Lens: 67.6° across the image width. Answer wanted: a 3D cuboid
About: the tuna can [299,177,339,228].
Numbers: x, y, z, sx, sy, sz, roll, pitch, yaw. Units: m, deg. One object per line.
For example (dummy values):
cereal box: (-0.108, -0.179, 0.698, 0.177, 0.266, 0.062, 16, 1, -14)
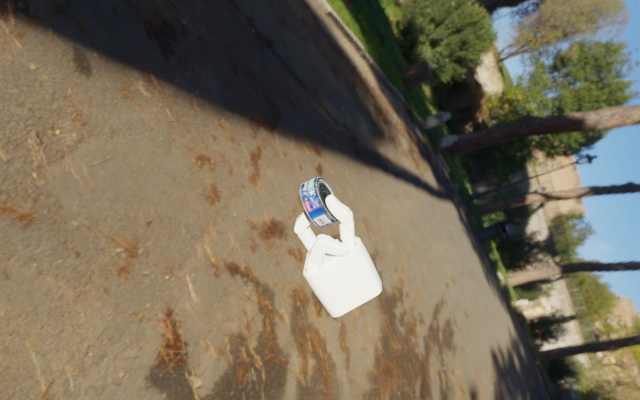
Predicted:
tuna can: (0.001, 0.002, 0.831, 0.034, 0.086, 0.086, -24, -9, 20)
